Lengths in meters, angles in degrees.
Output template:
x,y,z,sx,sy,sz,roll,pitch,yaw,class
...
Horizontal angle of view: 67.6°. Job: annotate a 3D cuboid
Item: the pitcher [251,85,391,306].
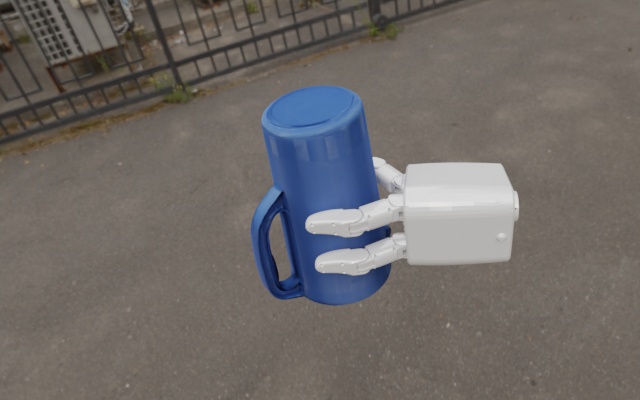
x,y,z,sx,sy,sz,roll,pitch,yaw,class
0.000,0.002,0.556,0.145,0.243,0.149,0,38,16,pitcher
